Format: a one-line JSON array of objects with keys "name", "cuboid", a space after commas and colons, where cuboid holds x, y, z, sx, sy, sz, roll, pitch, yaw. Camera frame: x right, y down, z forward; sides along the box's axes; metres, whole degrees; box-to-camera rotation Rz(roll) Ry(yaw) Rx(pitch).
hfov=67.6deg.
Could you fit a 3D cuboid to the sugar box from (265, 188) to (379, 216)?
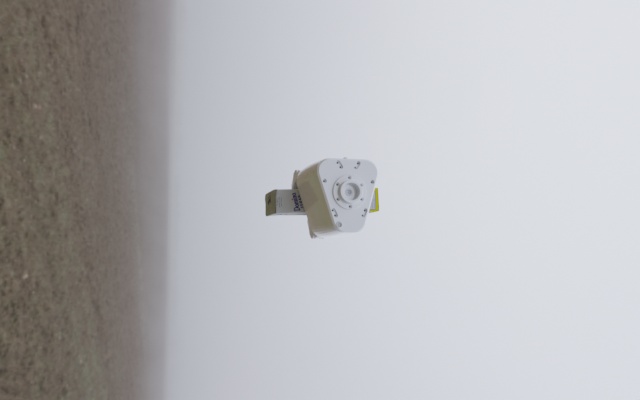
[{"name": "sugar box", "cuboid": [0.000, 0.002, 0.809, 0.176, 0.048, 0.093, 1, -5, -17]}]
